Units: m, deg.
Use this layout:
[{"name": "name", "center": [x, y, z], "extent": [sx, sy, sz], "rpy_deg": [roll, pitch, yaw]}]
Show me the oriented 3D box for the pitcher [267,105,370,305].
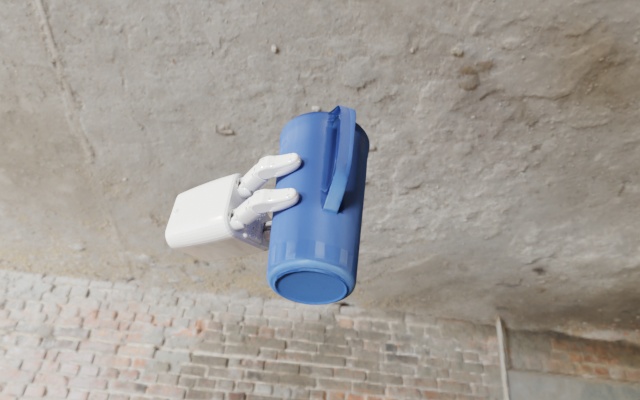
[{"name": "pitcher", "center": [0.000, 0.002, 0.629], "extent": [0.145, 0.242, 0.149], "rpy_deg": [-13, -41, 22]}]
